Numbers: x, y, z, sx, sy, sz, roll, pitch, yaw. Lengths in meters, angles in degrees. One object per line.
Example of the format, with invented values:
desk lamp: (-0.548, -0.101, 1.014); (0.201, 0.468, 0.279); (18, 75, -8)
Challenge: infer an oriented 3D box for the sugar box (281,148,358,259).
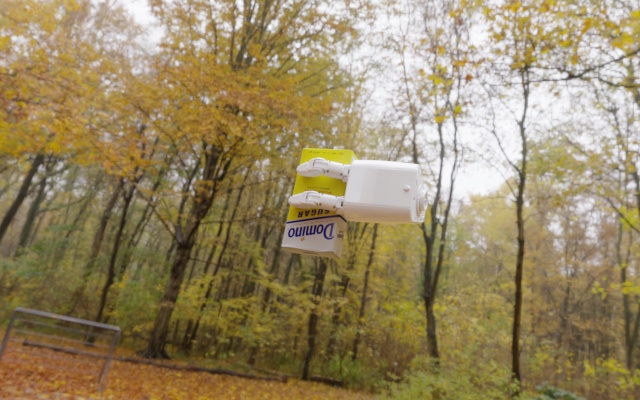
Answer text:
sugar box: (0.000, 0.002, 0.791); (0.093, 0.176, 0.048); (4, -19, 23)
